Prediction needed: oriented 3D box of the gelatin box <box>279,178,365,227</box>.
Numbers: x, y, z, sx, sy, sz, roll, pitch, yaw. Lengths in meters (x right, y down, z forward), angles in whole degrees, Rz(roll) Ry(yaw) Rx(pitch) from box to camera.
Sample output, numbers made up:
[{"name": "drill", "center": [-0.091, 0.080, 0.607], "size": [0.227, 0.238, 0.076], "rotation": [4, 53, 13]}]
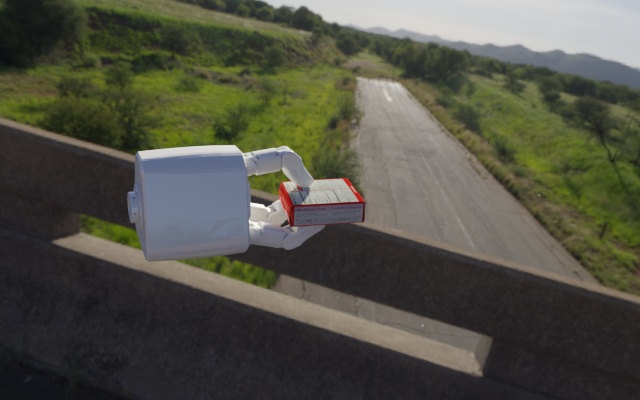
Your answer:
[{"name": "gelatin box", "center": [0.000, 0.001, 0.567], "size": [0.089, 0.030, 0.073], "rotation": [-4, 25, -13]}]
